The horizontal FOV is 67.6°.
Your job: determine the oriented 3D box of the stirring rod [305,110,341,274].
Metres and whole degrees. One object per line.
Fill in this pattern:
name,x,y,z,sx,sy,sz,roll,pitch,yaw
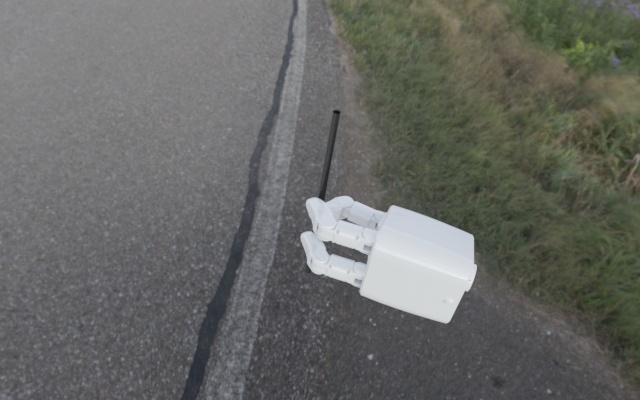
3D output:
stirring rod,0.000,0.002,0.566,0.011,0.240,0.011,6,38,-5
